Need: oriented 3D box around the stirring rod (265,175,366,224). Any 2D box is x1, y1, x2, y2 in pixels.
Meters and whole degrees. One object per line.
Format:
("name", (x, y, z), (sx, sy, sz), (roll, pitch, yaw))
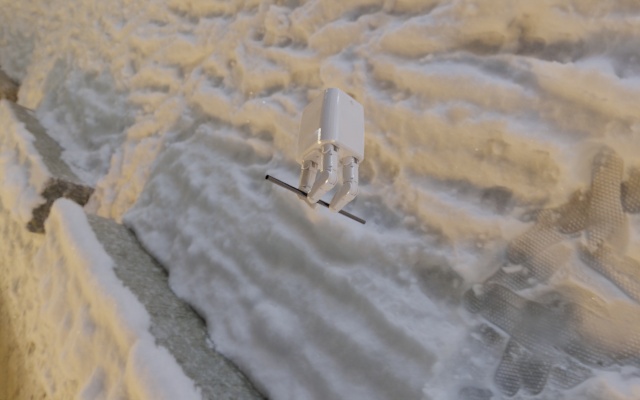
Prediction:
("stirring rod", (0.000, 0.003, 0.793), (0.011, 0.011, 0.239), (0, -18, 44))
